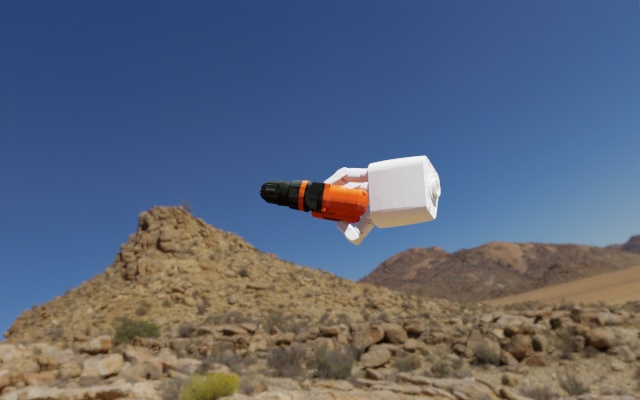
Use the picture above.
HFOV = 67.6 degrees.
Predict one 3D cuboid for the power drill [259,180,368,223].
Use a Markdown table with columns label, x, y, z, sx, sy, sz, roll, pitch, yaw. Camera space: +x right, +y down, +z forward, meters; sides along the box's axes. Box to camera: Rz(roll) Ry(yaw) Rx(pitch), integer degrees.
| label | x | y | z | sx | sy | sz | roll | pitch | yaw |
| --- | --- | --- | --- | --- | --- | --- | --- | --- | --- |
| power drill | 0.000 | 0.003 | 0.863 | 0.184 | 0.057 | 0.187 | 9 | -3 | 12 |
